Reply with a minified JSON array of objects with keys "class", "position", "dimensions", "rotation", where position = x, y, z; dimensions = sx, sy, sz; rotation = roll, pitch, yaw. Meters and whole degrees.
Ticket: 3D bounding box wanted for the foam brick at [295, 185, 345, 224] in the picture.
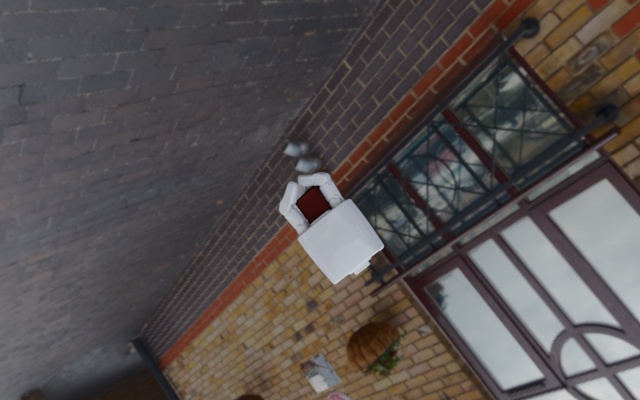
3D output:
[{"class":"foam brick","position":[0.000,0.003,0.879],"dimensions":[0.053,0.051,0.078],"rotation":[-42,-10,27]}]
